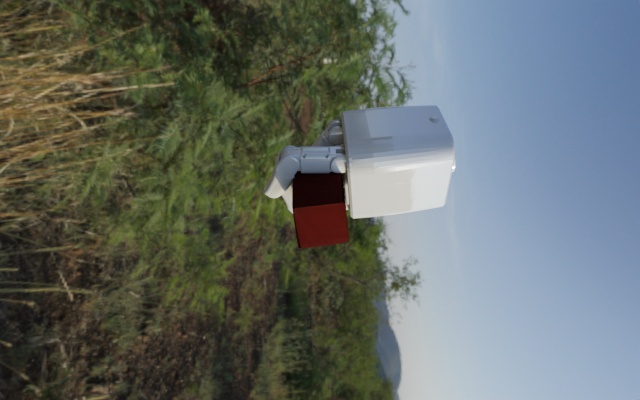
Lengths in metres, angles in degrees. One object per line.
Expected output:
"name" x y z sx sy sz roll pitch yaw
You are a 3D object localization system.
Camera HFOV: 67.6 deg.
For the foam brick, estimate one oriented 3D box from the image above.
"foam brick" 0.000 0.002 0.483 0.051 0.053 0.078 -5 38 2
